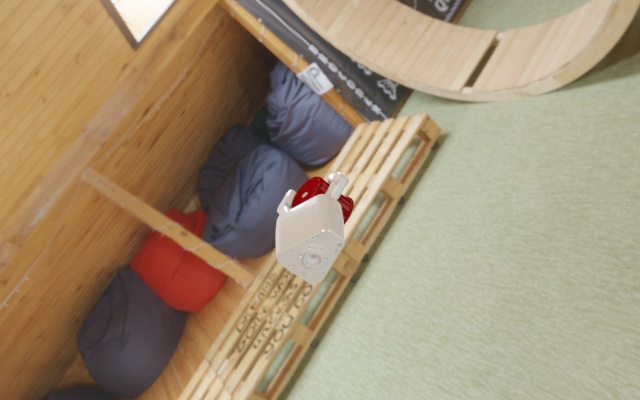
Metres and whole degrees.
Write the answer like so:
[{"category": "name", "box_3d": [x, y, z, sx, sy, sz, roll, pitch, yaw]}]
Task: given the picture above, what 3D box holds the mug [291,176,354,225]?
[{"category": "mug", "box_3d": [0.000, 0.002, 0.897, 0.081, 0.093, 0.117, 38, 22, -23]}]
